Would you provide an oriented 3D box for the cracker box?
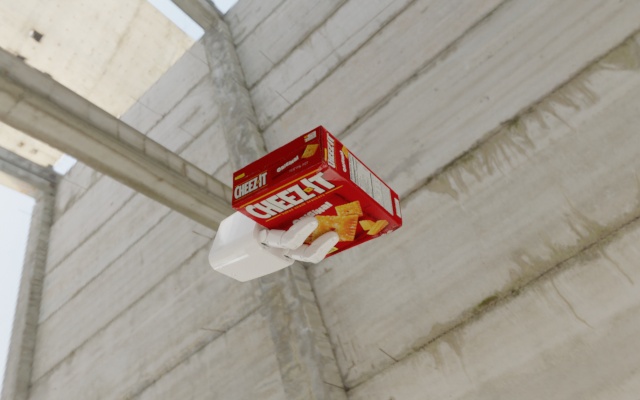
[{"bbox_3d":[0.000,0.002,0.715,0.164,0.072,0.214,-25,-39,27],"label":"cracker box"}]
